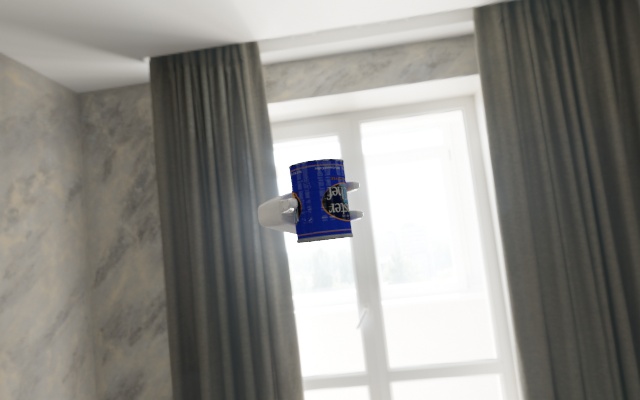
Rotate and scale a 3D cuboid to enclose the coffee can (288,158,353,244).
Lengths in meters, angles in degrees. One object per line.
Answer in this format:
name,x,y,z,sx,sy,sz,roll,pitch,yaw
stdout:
coffee can,0.000,0.003,0.864,0.103,0.140,0.103,-7,-6,-1
